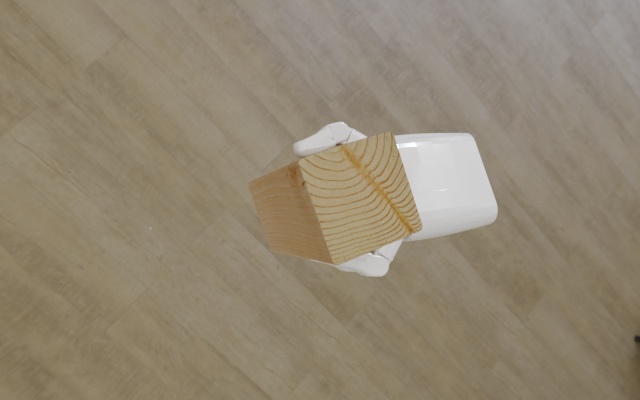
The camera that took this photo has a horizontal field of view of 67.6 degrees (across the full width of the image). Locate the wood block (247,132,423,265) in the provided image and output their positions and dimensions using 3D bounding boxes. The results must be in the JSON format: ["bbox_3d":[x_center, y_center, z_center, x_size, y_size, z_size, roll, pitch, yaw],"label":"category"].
[{"bbox_3d":[0.000,0.001,0.482,0.090,0.091,0.206,-19,4,-20],"label":"wood block"}]
